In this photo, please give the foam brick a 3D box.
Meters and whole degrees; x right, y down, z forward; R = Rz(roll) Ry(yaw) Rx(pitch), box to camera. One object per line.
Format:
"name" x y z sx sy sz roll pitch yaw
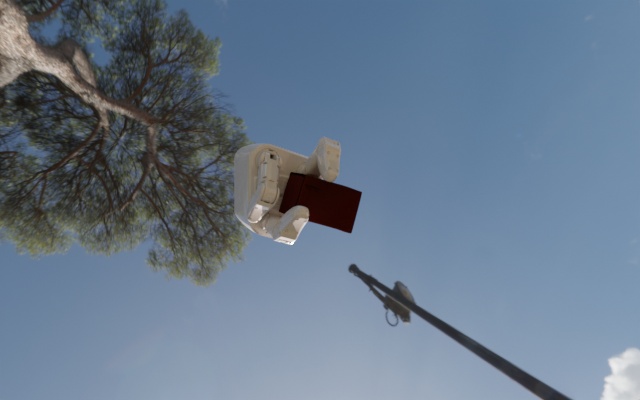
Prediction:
"foam brick" 0.000 0.002 0.567 0.078 0.053 0.051 17 -1 -23
